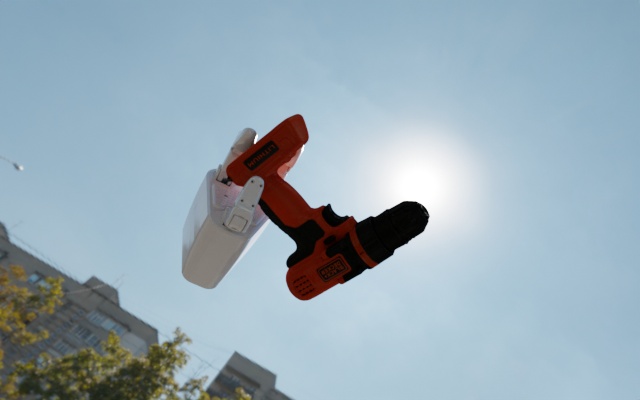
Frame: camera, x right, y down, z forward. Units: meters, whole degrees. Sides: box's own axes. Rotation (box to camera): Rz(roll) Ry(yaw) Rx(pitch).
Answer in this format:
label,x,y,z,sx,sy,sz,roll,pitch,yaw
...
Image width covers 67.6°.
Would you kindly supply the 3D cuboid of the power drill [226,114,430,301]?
label,x,y,z,sx,sy,sz,roll,pitch,yaw
power drill,0.000,0.001,0.527,0.184,0.187,0.057,-34,3,19
